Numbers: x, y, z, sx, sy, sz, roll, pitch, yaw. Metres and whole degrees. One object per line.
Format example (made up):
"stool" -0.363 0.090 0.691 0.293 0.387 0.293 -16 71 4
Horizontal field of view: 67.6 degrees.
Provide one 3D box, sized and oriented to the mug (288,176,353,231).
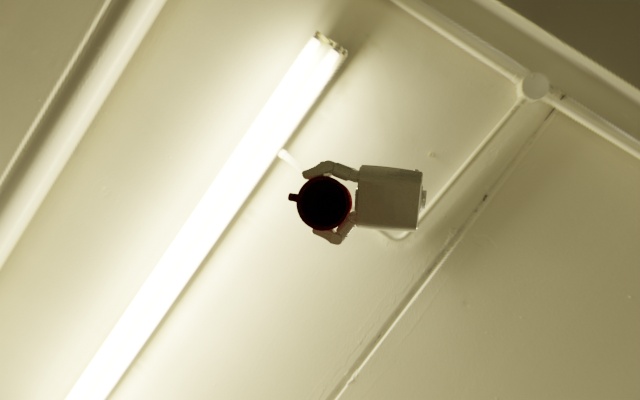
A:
"mug" -0.001 0.003 0.843 0.117 0.093 0.081 7 3 11
